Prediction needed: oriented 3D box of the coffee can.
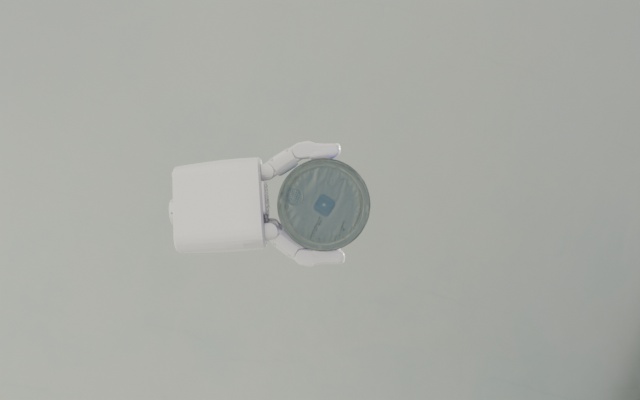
[{"bbox_3d":[0.000,0.002,0.590,0.103,0.103,0.140,0,3,-3],"label":"coffee can"}]
